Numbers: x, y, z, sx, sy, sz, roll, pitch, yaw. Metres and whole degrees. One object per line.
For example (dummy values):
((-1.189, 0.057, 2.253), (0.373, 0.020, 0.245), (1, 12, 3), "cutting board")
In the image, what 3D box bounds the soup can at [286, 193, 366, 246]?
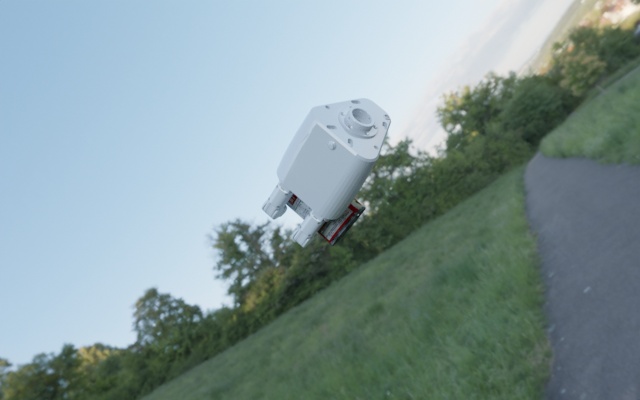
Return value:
((0.000, 0.002, 0.637), (0.102, 0.068, 0.068), (41, 7, 8), "soup can")
